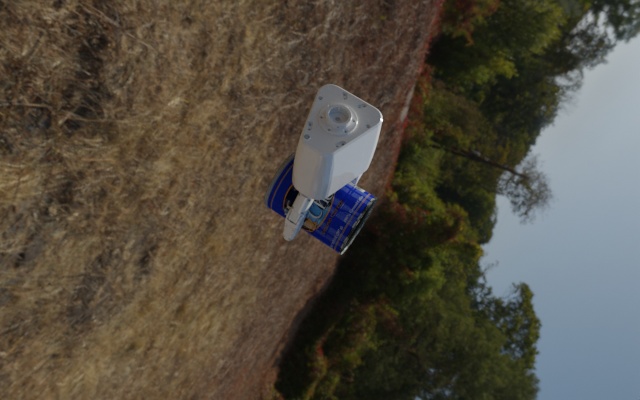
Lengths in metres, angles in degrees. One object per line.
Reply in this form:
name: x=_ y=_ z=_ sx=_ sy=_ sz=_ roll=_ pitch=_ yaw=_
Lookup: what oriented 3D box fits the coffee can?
coffee can: x=0.000 y=0.002 z=0.729 sx=0.140 sy=0.103 sz=0.103 roll=32 pitch=6 yaw=10
